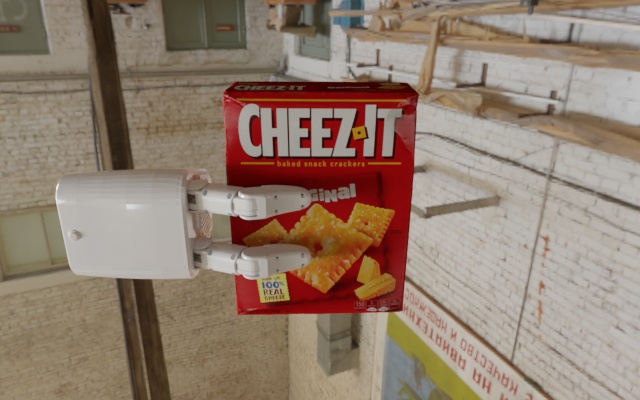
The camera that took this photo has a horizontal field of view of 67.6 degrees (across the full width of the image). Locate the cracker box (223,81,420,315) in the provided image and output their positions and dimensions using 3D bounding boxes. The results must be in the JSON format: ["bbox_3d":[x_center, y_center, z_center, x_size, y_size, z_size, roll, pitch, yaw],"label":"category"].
[{"bbox_3d":[0.000,0.002,0.447,0.164,0.214,0.072,0,21,-1],"label":"cracker box"}]
